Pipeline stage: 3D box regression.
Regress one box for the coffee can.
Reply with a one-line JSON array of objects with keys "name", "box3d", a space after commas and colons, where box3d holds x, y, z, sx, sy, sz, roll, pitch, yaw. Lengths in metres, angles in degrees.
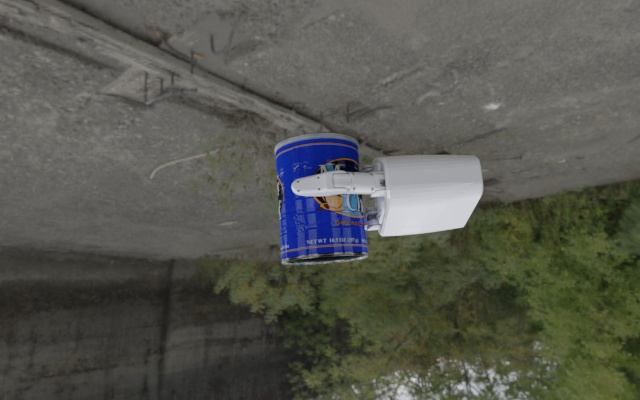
[{"name": "coffee can", "box3d": [0.000, 0.002, 0.571, 0.103, 0.140, 0.103, -4, -12, -1]}]
